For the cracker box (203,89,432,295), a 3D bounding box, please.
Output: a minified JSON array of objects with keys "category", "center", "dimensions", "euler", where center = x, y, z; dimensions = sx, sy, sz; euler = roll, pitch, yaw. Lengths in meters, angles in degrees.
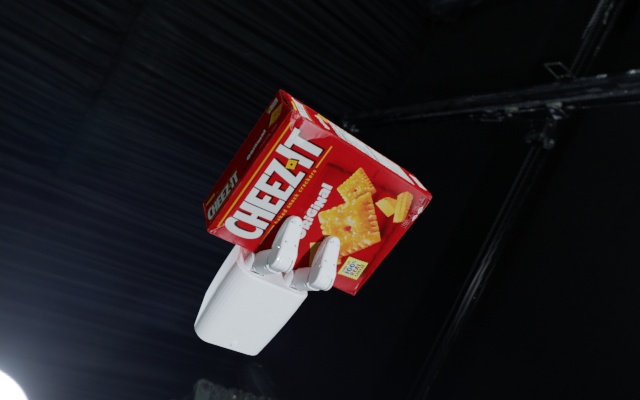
[{"category":"cracker box","center":[0.000,0.002,0.556],"dimensions":[0.214,0.164,0.072],"euler":[28,18,-30]}]
